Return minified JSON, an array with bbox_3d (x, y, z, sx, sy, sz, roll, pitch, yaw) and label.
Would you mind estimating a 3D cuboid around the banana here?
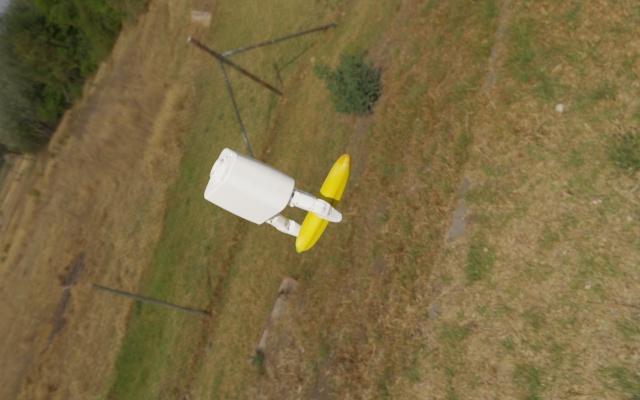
[{"bbox_3d":[0.002,0.011,0.824,0.037,0.198,0.069,26,9,-17],"label":"banana"}]
